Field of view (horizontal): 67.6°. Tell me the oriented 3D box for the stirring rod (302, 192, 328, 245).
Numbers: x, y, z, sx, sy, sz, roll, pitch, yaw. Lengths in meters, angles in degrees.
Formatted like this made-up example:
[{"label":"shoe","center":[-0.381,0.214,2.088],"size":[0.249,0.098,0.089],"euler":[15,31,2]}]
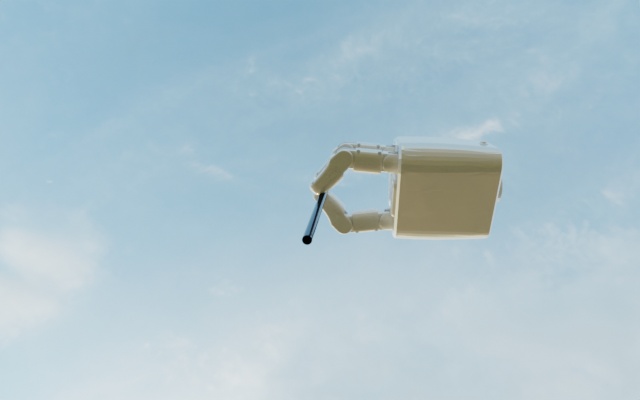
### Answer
[{"label":"stirring rod","center":[0.000,0.002,0.486],"size":[0.011,0.011,0.239],"euler":[0,14,5]}]
